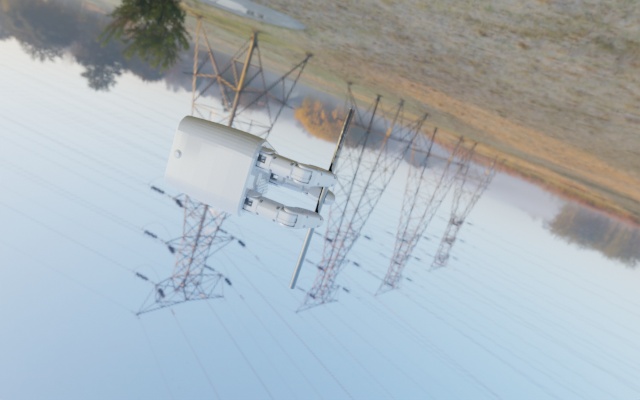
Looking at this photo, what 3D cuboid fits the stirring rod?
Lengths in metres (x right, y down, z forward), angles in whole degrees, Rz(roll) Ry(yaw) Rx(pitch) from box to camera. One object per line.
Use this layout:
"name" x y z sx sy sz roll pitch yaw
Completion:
"stirring rod" 0.000 0.002 0.595 0.011 0.239 0.011 18 12 -4
